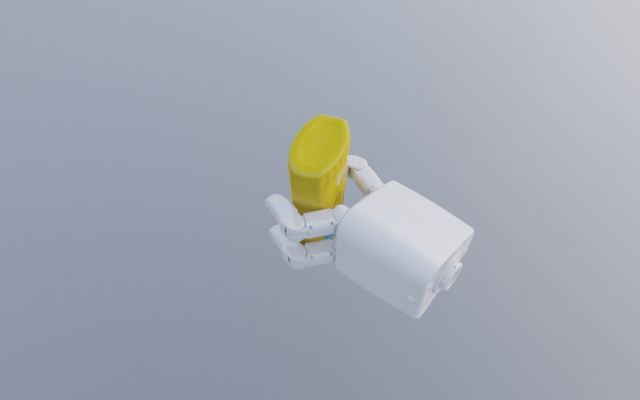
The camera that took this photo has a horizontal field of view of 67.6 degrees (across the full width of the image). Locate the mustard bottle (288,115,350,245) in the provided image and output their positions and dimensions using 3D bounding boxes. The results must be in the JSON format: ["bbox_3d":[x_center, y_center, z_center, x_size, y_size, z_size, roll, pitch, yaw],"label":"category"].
[{"bbox_3d":[0.000,0.002,0.555,0.058,0.096,0.192,12,-39,11],"label":"mustard bottle"}]
